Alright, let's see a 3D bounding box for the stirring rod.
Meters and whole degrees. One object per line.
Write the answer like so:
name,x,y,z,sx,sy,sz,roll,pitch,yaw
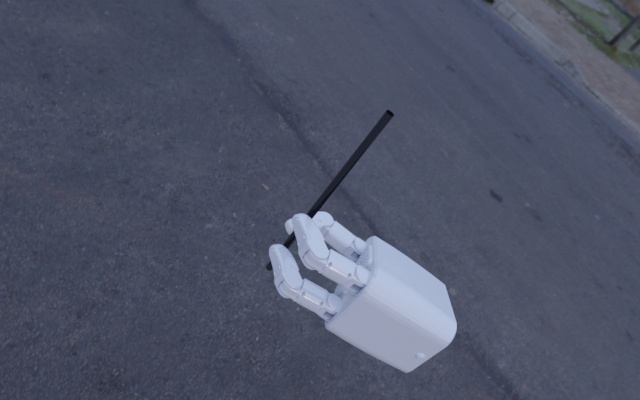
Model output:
stirring rod,0.000,0.002,0.480,0.011,0.011,0.240,0,-39,-40
